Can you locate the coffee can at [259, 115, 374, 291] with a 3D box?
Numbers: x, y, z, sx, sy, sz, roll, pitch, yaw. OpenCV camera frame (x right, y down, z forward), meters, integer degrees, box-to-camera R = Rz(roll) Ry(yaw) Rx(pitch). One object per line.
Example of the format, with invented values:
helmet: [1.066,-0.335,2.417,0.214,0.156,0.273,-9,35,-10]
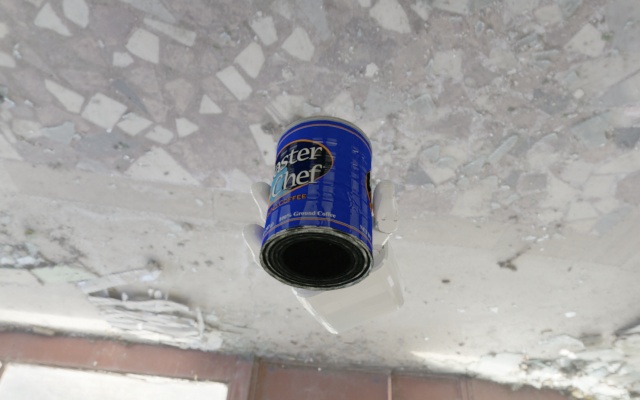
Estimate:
coffee can: [0.000,0.001,0.466,0.103,0.140,0.103,3,-39,2]
